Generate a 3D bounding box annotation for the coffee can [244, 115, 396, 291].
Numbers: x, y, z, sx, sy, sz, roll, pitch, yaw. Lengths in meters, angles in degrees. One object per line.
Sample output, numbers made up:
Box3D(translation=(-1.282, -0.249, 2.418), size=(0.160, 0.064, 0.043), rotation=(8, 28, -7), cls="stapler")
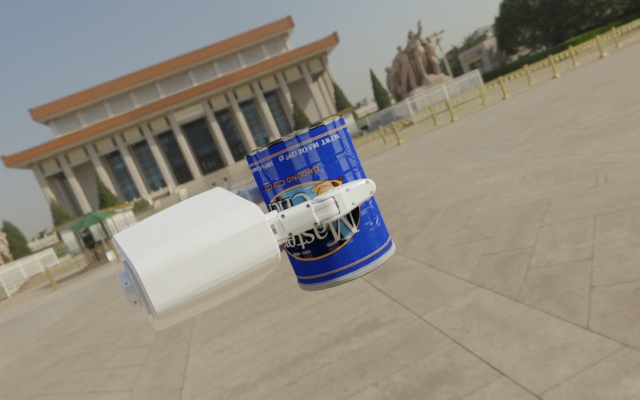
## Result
Box3D(translation=(0.000, 0.002, 0.465), size=(0.103, 0.140, 0.103), rotation=(-22, 7, 3), cls="coffee can")
